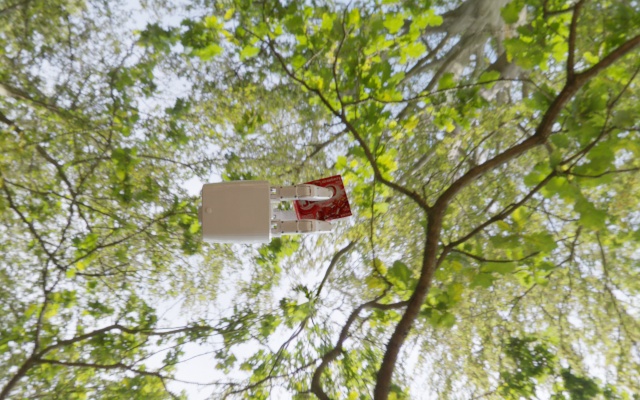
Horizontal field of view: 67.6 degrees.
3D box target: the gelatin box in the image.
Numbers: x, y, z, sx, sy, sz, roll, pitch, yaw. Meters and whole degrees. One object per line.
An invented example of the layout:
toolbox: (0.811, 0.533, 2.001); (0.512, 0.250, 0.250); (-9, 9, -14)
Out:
gelatin box: (0.000, 0.003, 0.792); (0.089, 0.073, 0.030); (-13, -9, -14)
